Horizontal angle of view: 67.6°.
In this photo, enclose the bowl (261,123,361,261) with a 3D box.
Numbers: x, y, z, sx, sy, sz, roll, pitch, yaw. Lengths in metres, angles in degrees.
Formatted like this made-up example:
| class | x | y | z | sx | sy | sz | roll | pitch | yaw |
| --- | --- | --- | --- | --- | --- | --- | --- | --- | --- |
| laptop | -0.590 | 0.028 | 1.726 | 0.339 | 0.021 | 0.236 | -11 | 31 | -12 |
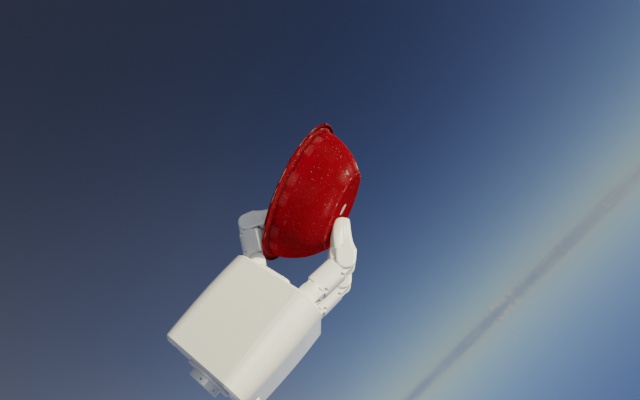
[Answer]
| class | x | y | z | sx | sy | sz | roll | pitch | yaw |
| --- | --- | --- | --- | --- | --- | --- | --- | --- | --- |
| bowl | 0.001 | 0.001 | 0.518 | 0.055 | 0.162 | 0.162 | 24 | 5 | 13 |
